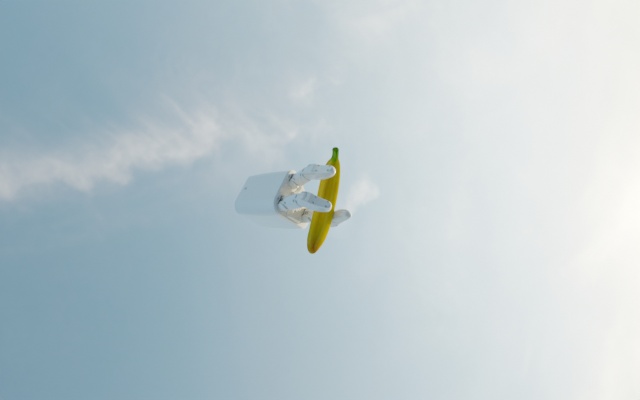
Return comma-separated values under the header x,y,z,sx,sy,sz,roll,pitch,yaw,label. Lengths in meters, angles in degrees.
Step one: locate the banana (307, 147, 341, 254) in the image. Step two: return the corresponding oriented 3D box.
x,y,z,sx,sy,sz,roll,pitch,yaw,label
0.006,0.005,0.875,0.037,0.197,0.070,7,-13,17,banana
